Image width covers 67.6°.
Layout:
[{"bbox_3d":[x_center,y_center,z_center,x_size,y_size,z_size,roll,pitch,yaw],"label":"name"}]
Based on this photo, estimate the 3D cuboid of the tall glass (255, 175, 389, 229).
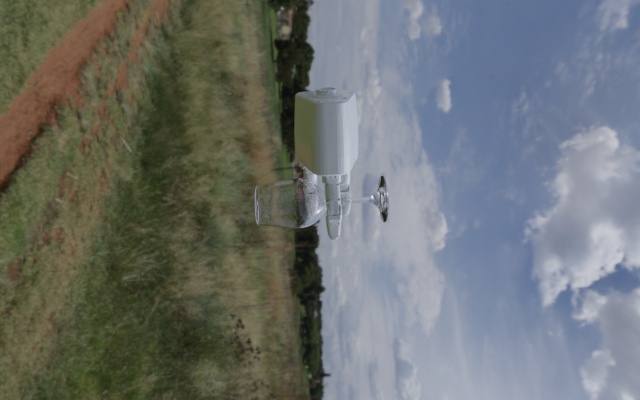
[{"bbox_3d":[0.001,0.003,0.744,0.201,0.079,0.079,-3,0,-4],"label":"tall glass"}]
